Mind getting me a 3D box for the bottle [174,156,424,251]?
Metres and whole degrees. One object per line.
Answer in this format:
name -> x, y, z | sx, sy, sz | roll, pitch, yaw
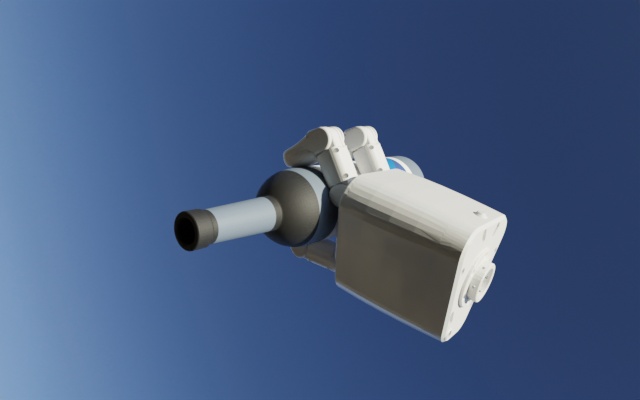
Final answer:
bottle -> 0.000, 0.001, 0.432 | 0.069, 0.069, 0.295 | 0, 7, 38
